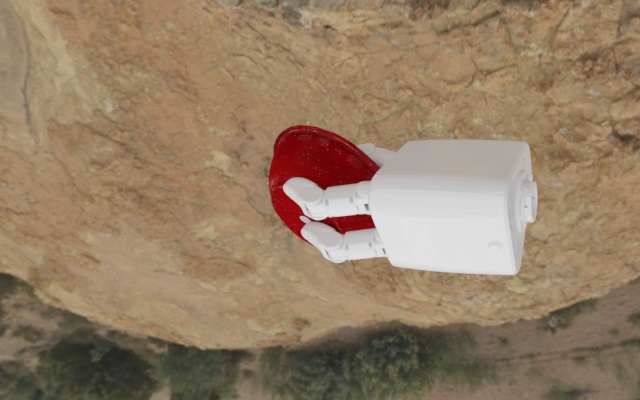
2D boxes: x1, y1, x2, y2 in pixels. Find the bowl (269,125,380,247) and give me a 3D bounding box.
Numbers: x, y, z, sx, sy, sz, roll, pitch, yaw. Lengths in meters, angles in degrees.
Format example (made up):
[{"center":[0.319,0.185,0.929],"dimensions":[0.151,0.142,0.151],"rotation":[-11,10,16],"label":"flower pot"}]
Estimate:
[{"center":[-0.001,0.002,0.504],"dimensions":[0.162,0.162,0.055],"rotation":[0,42,49],"label":"bowl"}]
